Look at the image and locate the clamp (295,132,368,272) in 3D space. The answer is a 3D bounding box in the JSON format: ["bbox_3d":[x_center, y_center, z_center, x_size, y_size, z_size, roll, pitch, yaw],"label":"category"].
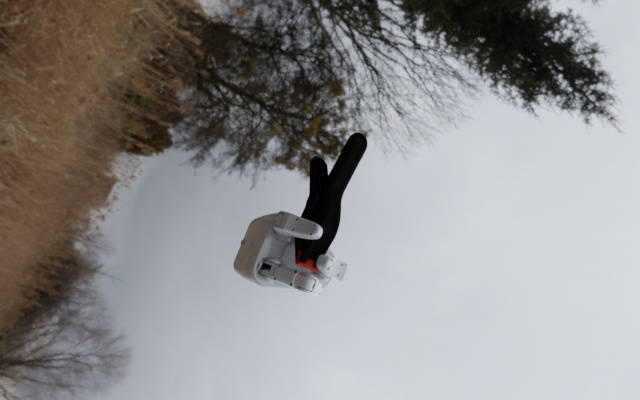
[{"bbox_3d":[0.001,0.002,0.599,0.039,0.171,0.120,25,-13,-16],"label":"clamp"}]
